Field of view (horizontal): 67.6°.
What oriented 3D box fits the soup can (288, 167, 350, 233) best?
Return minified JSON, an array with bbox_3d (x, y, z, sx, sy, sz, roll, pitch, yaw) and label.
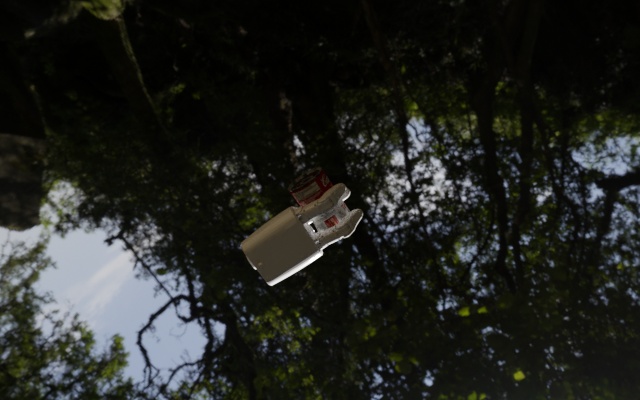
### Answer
[{"bbox_3d":[0.001,0.003,0.819,0.068,0.102,0.068,-31,16,10],"label":"soup can"}]
